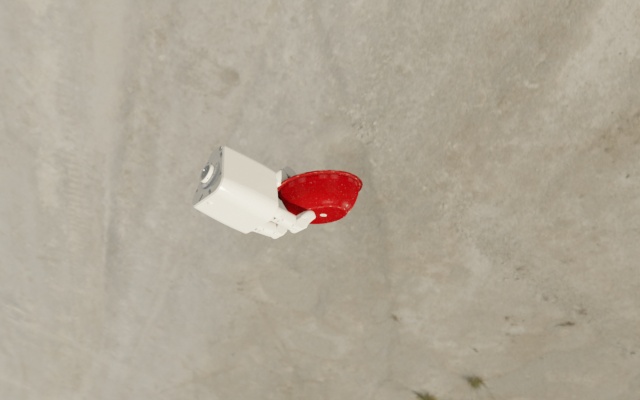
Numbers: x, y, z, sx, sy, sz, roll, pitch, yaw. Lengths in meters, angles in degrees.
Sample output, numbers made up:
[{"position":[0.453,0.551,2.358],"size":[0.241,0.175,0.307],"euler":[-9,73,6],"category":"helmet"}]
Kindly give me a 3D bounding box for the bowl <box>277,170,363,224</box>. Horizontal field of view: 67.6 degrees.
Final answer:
[{"position":[0.001,0.003,0.873],"size":[0.162,0.055,0.162],"euler":[-5,-22,-2],"category":"bowl"}]
